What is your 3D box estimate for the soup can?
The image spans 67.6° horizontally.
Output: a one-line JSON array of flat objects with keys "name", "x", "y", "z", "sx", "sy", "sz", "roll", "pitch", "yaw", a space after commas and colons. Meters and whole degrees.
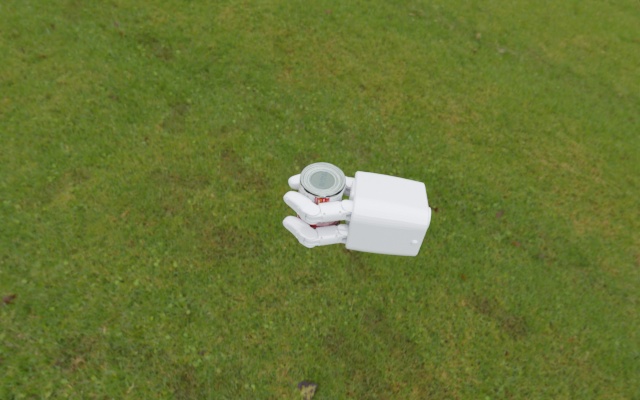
[{"name": "soup can", "x": 0.000, "y": 0.002, "z": 0.710, "sx": 0.068, "sy": 0.068, "sz": 0.102, "roll": 0, "pitch": -41, "yaw": -5}]
